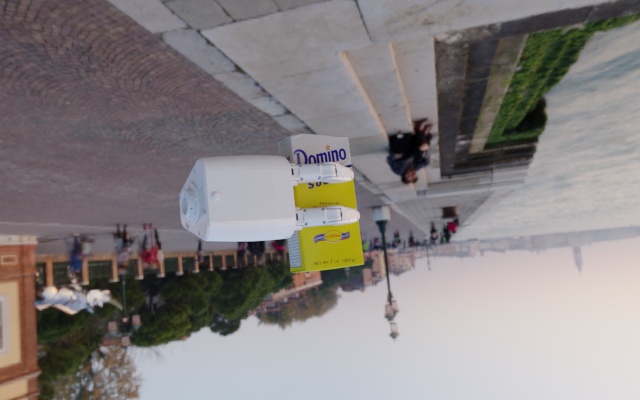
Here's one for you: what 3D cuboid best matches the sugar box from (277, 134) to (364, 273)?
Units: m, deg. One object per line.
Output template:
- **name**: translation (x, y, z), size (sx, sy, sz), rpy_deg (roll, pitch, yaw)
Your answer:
- **sugar box**: translation (0.000, 0.002, 0.629), size (0.093, 0.176, 0.048), rpy_deg (-2, -7, -31)
